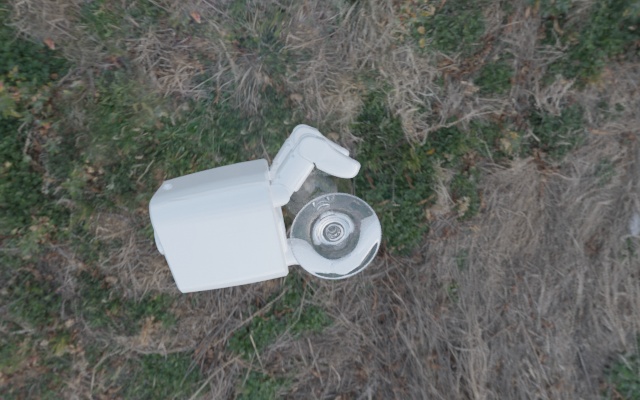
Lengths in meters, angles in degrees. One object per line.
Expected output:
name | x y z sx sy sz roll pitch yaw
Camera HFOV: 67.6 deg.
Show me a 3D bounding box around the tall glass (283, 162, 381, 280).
tall glass | 0.000 0.002 0.476 0.079 0.079 0.201 0 17 -7
